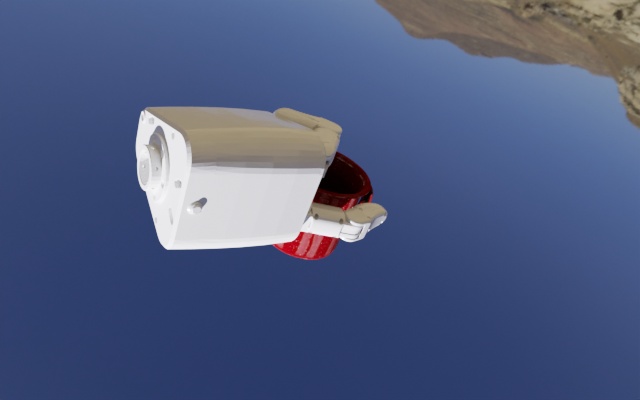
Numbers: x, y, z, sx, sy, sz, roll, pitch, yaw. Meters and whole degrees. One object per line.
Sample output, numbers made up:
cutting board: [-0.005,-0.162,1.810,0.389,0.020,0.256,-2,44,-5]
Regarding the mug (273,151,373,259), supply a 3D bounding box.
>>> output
mug: [0.001,0.002,0.469,0.117,0.081,0.093,-1,37,-36]
